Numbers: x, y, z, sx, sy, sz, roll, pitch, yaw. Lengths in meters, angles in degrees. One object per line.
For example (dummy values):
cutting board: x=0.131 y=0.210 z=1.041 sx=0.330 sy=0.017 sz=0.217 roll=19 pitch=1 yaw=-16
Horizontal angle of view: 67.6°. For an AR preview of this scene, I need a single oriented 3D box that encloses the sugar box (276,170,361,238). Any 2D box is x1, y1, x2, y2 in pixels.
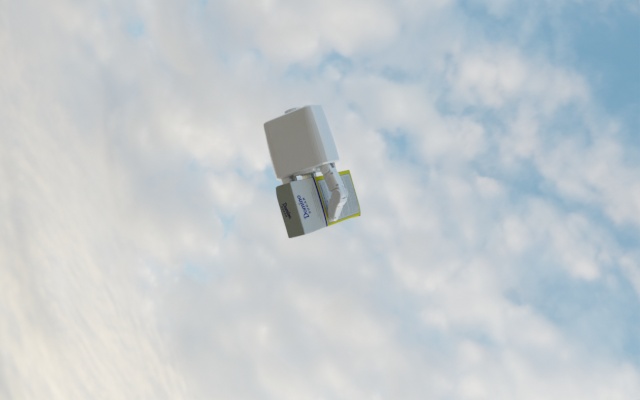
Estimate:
sugar box: x=0.000 y=0.003 z=0.859 sx=0.048 sy=0.093 sz=0.176 roll=-16 pitch=-1 yaw=41
